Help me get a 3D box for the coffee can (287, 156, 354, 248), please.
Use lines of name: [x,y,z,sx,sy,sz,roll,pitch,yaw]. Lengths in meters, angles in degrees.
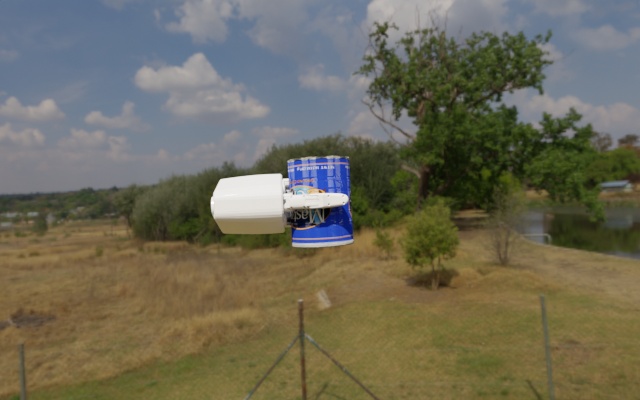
coffee can: [0.000,0.003,0.782,0.103,0.140,0.103,-3,0,0]
